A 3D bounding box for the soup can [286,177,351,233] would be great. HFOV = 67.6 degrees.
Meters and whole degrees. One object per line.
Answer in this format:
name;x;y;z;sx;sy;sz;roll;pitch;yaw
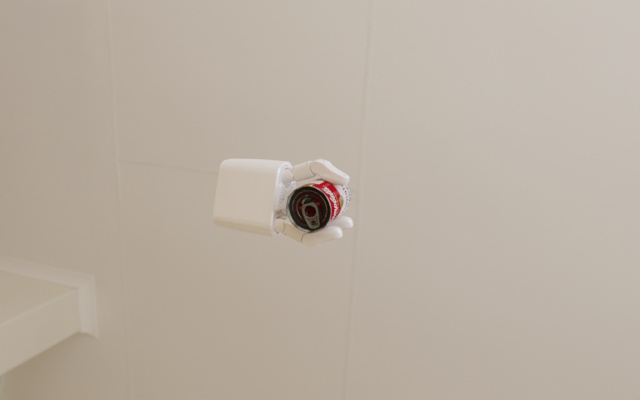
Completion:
soup can;0.001;0.002;0.711;0.068;0.068;0.102;0;12;21
